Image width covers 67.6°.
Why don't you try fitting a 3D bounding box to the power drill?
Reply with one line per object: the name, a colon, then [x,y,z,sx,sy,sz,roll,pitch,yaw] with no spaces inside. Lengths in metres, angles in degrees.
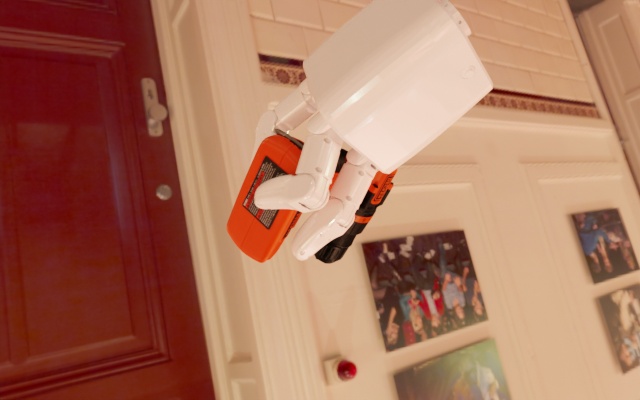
power drill: [0.000,0.001,0.461,0.057,0.184,0.187,37,26,24]
